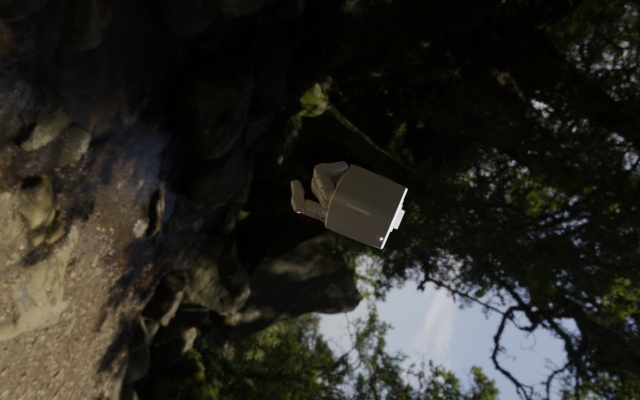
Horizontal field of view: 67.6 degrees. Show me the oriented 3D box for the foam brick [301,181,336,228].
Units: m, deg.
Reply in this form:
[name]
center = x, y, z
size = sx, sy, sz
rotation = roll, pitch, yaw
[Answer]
[foam brick]
center = 0.000, 0.003, 0.862
size = 0.051, 0.053, 0.078
rotation = 22, -32, 8
